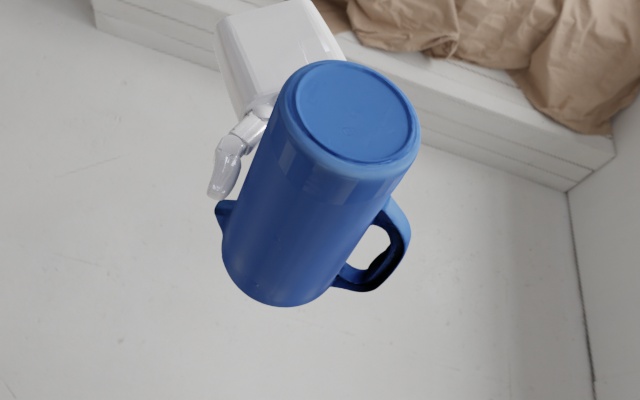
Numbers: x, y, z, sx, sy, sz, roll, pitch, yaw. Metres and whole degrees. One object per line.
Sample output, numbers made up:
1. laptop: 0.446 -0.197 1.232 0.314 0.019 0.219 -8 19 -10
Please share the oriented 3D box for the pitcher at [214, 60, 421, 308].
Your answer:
1. pitcher: 0.000 0.001 0.431 0.149 0.145 0.243 -10 -26 -24
